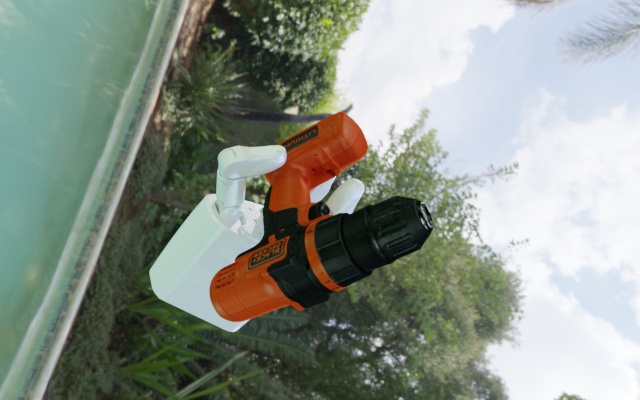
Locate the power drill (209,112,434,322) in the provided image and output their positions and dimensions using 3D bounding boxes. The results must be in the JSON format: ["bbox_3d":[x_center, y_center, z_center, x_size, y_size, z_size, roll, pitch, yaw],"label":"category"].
[{"bbox_3d":[0.000,0.001,0.401,0.184,0.057,0.187,-24,32,23],"label":"power drill"}]
